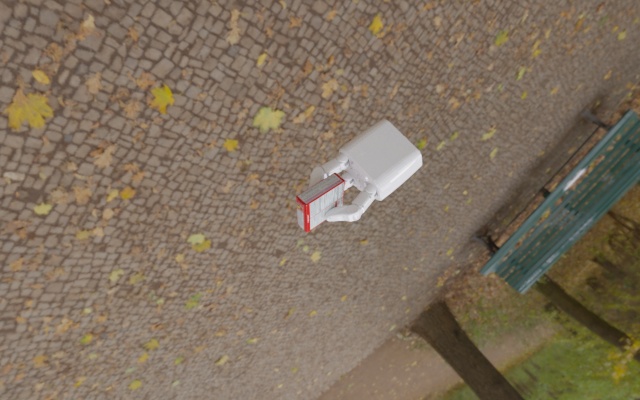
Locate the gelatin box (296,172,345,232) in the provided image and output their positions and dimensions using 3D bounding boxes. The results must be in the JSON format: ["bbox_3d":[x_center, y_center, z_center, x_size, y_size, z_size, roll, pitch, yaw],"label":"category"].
[{"bbox_3d":[0.000,0.003,0.817,0.089,0.073,0.030,-34,57,-26],"label":"gelatin box"}]
